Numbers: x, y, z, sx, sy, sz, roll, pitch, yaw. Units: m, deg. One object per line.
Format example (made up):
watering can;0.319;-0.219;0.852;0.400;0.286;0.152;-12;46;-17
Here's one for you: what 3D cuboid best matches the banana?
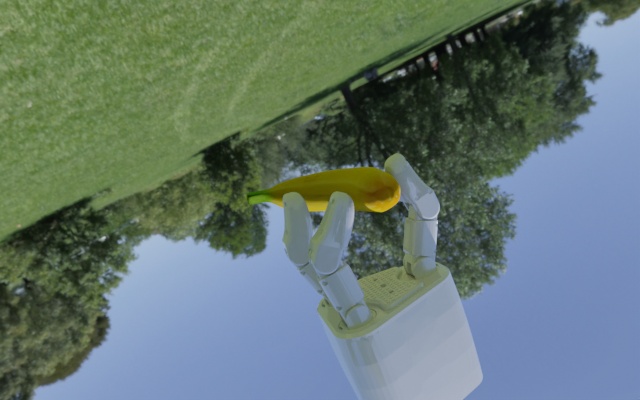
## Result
banana;0.012;-0.005;0.422;0.069;0.037;0.198;-26;13;-35
